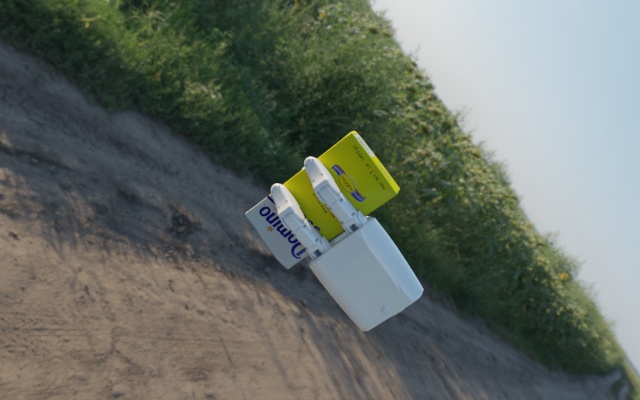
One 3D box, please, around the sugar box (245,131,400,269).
[{"bbox_3d":[0.000,0.002,0.598,0.176,0.093,0.048,-37,0,16],"label":"sugar box"}]
